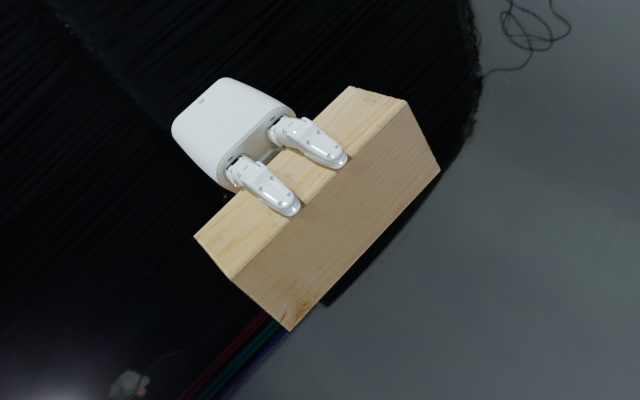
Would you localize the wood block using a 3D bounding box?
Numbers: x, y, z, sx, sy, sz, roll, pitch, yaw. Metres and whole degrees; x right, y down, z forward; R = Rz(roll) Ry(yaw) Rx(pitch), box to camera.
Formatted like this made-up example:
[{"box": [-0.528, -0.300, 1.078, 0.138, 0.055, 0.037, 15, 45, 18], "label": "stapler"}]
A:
[{"box": [0.000, 0.002, 0.443, 0.090, 0.206, 0.091, 32, -16, 50], "label": "wood block"}]
